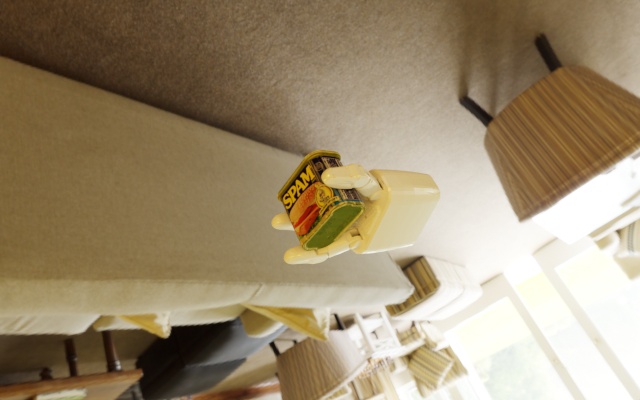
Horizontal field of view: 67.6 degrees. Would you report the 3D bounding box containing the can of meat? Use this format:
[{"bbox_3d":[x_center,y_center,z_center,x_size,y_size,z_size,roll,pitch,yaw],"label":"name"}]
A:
[{"bbox_3d":[0.000,0.002,0.599,0.057,0.084,0.102,2,-39,-41],"label":"can of meat"}]
